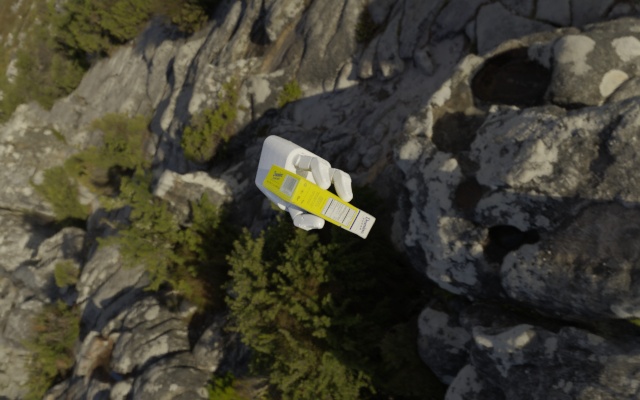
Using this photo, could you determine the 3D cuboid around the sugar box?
[{"bbox_3d":[0.000,0.002,0.785,0.176,0.048,0.093,24,4,-39],"label":"sugar box"}]
